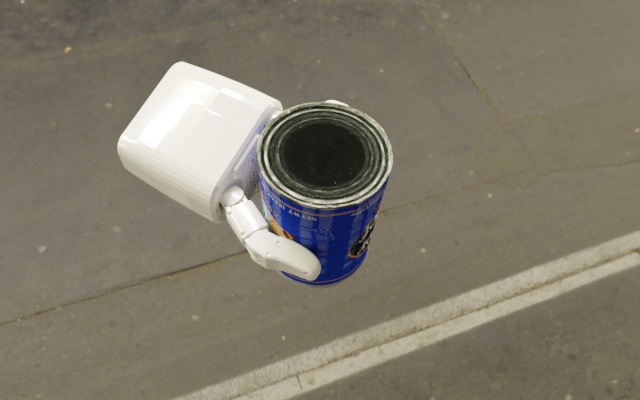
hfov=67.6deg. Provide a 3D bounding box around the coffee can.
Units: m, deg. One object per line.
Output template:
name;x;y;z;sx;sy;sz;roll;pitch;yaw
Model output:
coffee can;0.000;0.002;0.413;0.103;0.102;0.140;0;-33;-3
